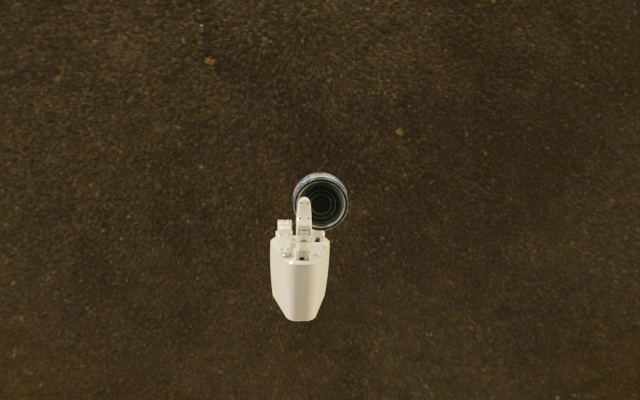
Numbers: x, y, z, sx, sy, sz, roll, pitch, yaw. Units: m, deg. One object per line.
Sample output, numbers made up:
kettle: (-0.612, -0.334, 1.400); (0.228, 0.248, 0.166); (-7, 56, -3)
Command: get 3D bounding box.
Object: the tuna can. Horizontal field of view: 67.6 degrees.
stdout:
tuna can: (0.000, 0.002, 0.730); (0.086, 0.086, 0.033); (0, 16, -2)
